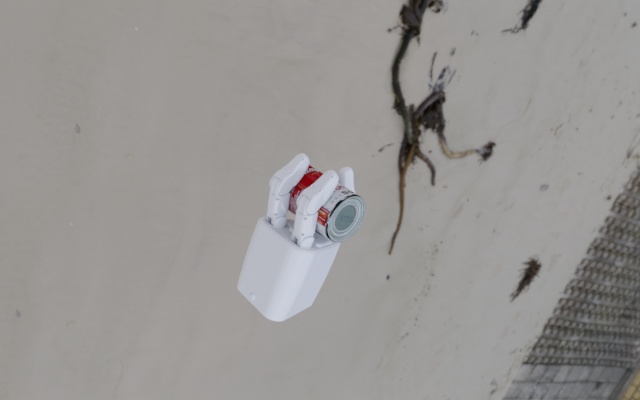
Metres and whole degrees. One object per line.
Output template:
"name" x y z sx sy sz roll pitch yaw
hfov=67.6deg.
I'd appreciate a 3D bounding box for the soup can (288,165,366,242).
"soup can" 0.001 0.002 0.619 0.068 0.068 0.102 0 25 -46
